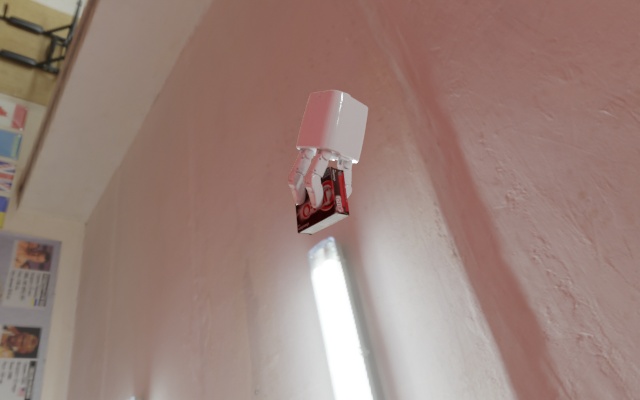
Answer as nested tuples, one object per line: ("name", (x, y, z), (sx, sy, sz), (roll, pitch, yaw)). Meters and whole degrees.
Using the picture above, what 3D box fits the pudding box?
("pudding box", (0.000, 0.003, 0.866), (0.039, 0.090, 0.113), (12, -30, -35))
